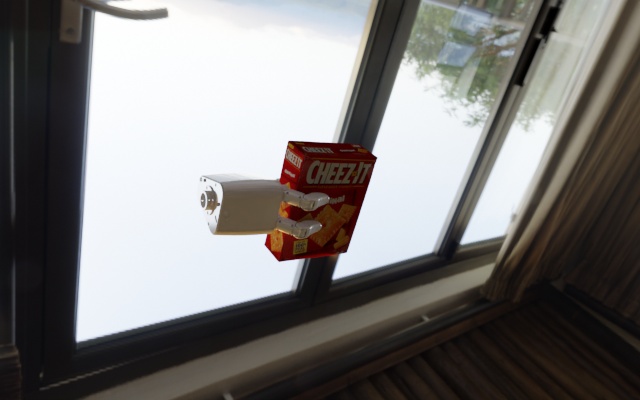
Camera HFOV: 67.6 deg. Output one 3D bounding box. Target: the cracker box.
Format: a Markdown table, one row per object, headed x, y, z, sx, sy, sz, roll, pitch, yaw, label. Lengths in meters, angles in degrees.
| x | y | z | sx | sy | sz | roll | pitch | yaw | label |
| --- | --- | --- | --- | --- | --- | --- | --- | --- | --- |
| 0.000 | 0.003 | 0.884 | 0.164 | 0.214 | 0.072 | -2 | 29 | -36 | cracker box |
